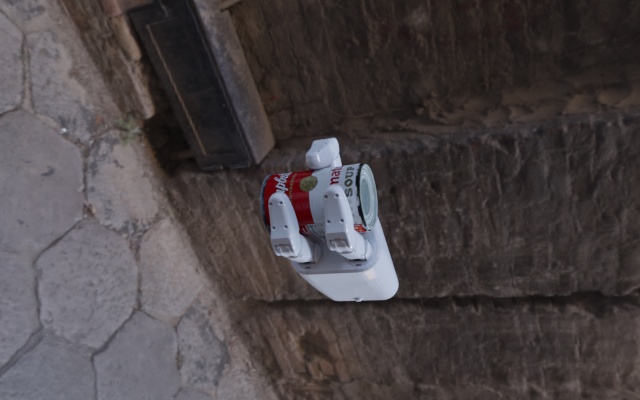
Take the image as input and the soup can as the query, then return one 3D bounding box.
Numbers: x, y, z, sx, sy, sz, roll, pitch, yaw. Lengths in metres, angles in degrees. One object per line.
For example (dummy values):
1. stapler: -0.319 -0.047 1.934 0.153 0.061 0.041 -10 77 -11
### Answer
1. soup can: 0.000 0.001 0.480 0.102 0.068 0.068 -6 -2 20
